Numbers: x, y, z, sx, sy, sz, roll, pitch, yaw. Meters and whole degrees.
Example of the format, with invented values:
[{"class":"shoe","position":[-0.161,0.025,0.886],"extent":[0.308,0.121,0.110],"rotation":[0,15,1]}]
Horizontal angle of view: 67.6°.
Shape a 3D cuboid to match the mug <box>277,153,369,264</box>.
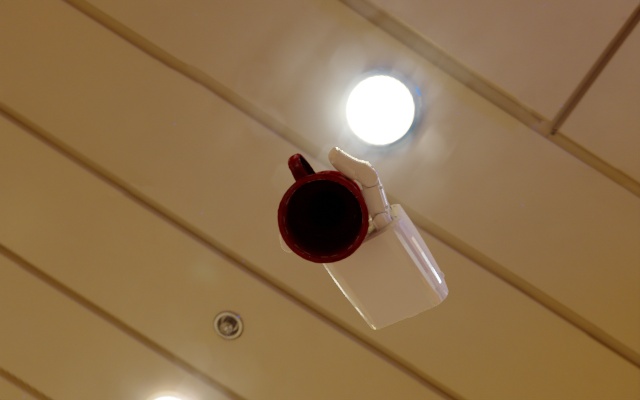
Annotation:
[{"class":"mug","position":[-0.001,0.000,0.517],"extent":[0.093,0.117,0.081],"rotation":[-32,6,11]}]
